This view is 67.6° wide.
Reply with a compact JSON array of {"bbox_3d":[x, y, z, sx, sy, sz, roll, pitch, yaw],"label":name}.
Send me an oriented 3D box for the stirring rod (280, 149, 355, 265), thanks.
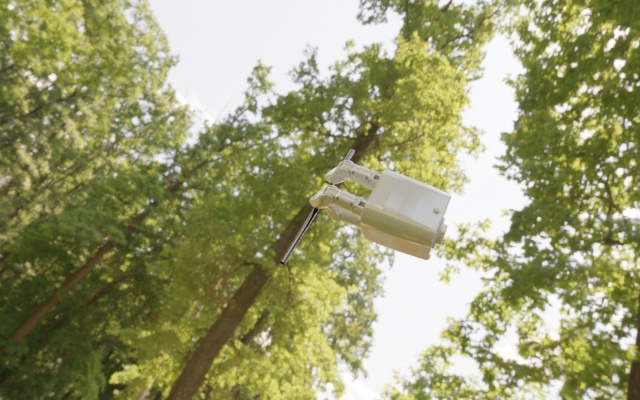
[{"bbox_3d":[0.000,0.003,0.742,0.011,0.239,0.011,22,-33,15],"label":"stirring rod"}]
